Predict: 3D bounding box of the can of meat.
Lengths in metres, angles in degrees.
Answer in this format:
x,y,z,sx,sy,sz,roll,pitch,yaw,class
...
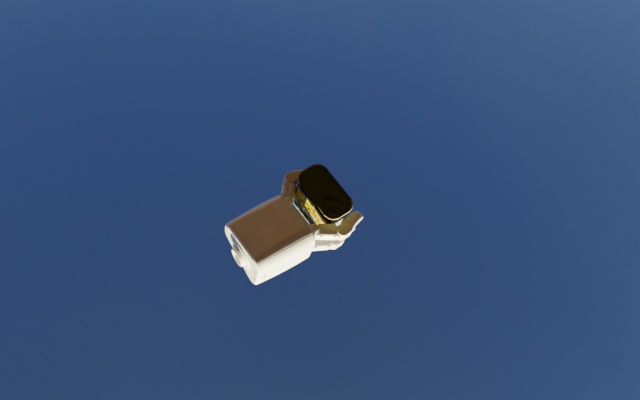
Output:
x,y,z,sx,sy,sz,roll,pitch,yaw,class
0.000,0.003,0.817,0.057,0.102,0.084,-32,-16,-25,can of meat
